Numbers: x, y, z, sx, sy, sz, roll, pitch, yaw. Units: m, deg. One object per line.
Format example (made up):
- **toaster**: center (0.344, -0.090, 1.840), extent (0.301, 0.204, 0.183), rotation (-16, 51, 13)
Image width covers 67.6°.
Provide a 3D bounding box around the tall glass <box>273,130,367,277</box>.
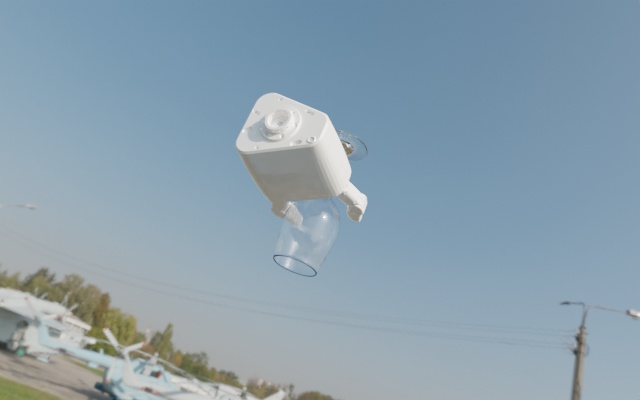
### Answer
- **tall glass**: center (0.000, 0.002, 0.665), extent (0.079, 0.201, 0.079), rotation (18, -24, 8)
